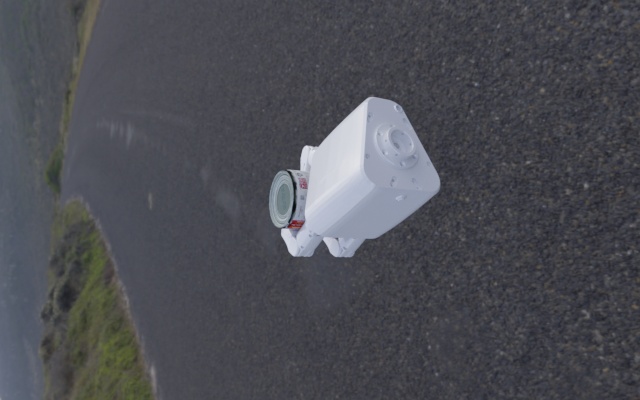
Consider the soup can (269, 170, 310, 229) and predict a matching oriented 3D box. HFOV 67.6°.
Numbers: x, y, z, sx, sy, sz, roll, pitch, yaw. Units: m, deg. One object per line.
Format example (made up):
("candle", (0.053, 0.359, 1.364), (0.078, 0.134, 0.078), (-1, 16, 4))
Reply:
("soup can", (0.000, 0.002, 0.554), (0.102, 0.068, 0.068), (4, -2, -29))
